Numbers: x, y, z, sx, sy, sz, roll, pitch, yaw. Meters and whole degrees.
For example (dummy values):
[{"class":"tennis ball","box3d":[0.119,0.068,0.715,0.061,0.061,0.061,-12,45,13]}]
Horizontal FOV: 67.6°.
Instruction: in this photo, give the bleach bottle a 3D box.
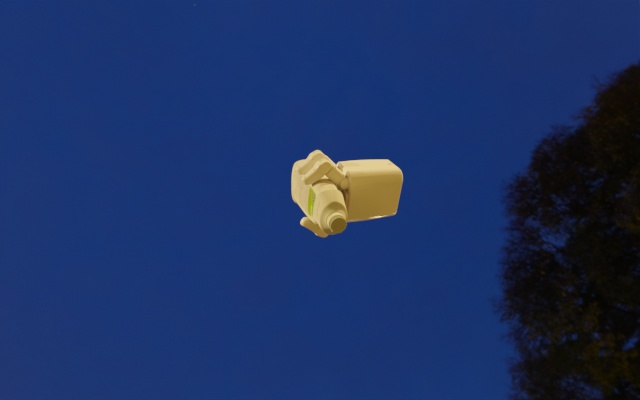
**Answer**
[{"class":"bleach bottle","box3d":[0.000,0.003,0.899,0.068,0.103,0.250,-5,23,-13]}]
